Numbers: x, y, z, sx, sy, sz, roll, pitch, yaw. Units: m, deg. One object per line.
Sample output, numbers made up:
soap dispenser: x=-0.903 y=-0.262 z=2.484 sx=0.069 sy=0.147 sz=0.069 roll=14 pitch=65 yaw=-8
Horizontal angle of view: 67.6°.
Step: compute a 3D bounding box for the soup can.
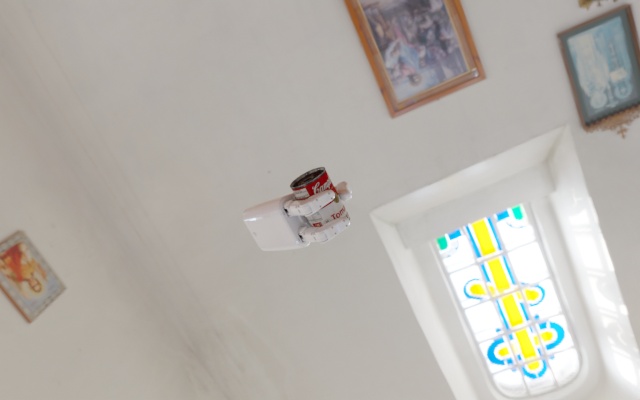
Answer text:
soup can: x=0.001 y=0.003 z=0.825 sx=0.068 sy=0.102 sz=0.068 roll=-25 pitch=17 yaw=9
